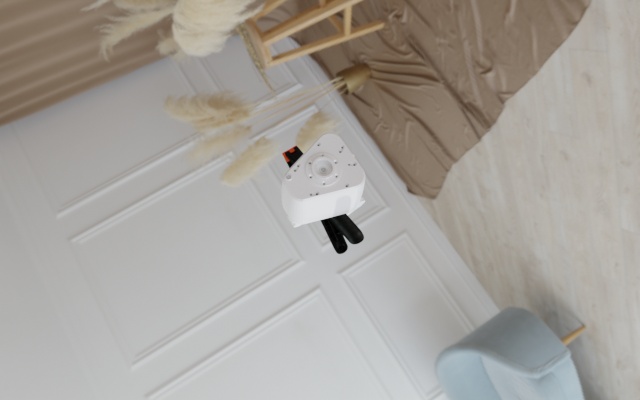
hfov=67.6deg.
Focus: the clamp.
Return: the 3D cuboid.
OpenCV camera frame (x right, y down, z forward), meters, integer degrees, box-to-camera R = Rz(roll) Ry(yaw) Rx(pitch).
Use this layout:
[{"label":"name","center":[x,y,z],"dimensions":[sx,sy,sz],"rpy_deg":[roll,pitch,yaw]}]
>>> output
[{"label":"clamp","center":[-0.001,0.003,0.826],"dimensions":[0.036,0.210,0.165],"rpy_deg":[-31,-14,-13]}]
